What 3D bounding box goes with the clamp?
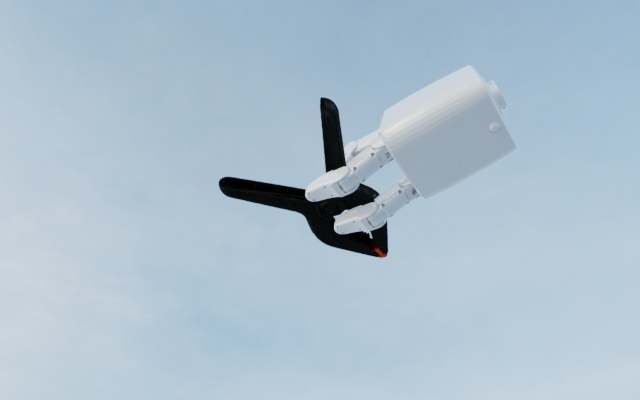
[{"bbox_3d":[0.001,0.002,0.546,0.164,0.210,0.036,-27,32,23],"label":"clamp"}]
